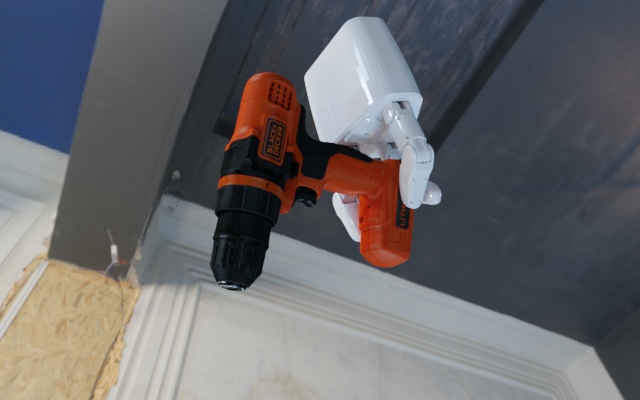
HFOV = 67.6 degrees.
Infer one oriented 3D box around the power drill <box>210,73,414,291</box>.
[{"bbox_3d":[0.000,0.001,0.420,0.188,0.184,0.057,22,-23,-33],"label":"power drill"}]
